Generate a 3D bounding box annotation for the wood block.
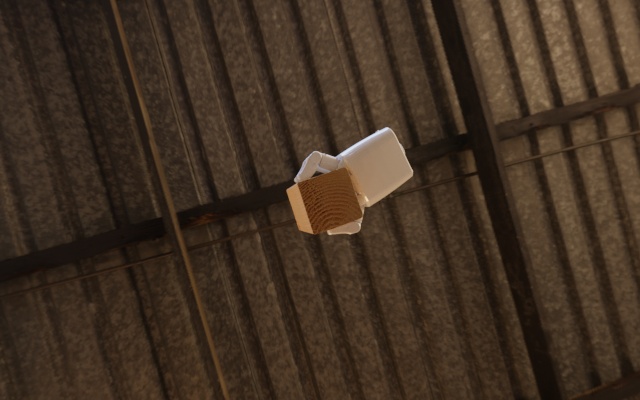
[{"bbox_3d":[0.001,0.003,0.873,0.090,0.091,0.206,-19,1,-9],"label":"wood block"}]
